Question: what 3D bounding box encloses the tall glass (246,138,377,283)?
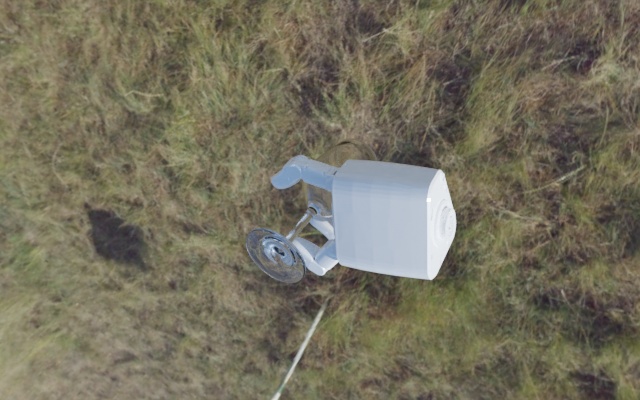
[{"bbox_3d":[0.000,0.002,0.566,0.079,0.079,0.201,0,35,36],"label":"tall glass"}]
